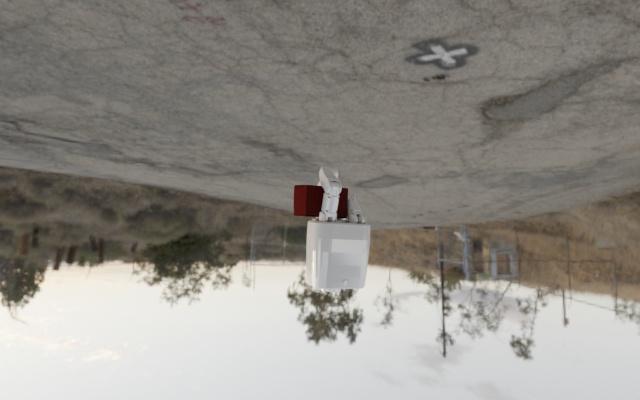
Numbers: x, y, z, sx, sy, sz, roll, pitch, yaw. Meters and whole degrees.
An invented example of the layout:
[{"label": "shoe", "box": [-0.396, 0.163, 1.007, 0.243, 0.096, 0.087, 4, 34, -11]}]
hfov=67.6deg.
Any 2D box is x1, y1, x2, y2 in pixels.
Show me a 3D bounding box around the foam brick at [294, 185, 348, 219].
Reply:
[{"label": "foam brick", "box": [0.000, 0.002, 0.791, 0.078, 0.051, 0.053, 5, -2, -25]}]
